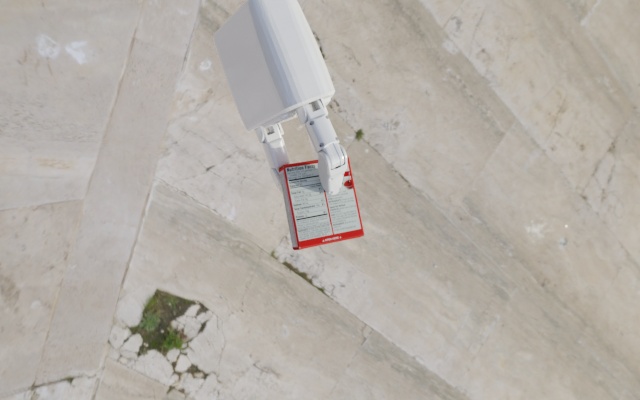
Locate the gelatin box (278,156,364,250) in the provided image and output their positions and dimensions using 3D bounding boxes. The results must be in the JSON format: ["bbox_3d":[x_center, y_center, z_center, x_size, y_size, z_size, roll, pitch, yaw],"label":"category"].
[{"bbox_3d":[0.000,0.002,0.501,0.073,0.089,0.030,-10,-4,-18],"label":"gelatin box"}]
